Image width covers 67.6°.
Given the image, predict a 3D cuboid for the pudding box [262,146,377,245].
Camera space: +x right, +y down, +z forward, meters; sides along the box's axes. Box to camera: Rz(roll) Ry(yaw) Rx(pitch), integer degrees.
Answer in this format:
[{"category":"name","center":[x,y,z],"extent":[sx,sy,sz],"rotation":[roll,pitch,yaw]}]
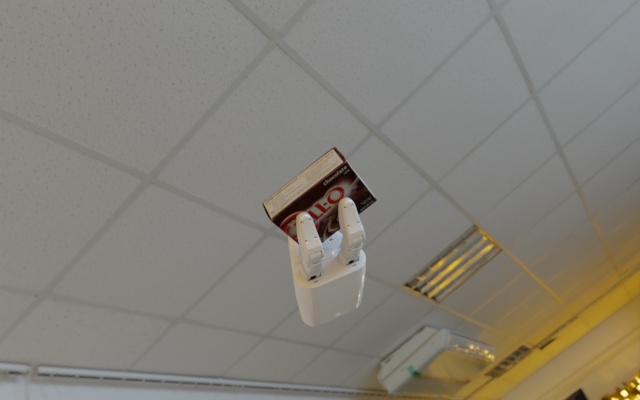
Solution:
[{"category":"pudding box","center":[0.000,0.002,0.578],"extent":[0.090,0.113,0.039],"rotation":[46,6,-48]}]
